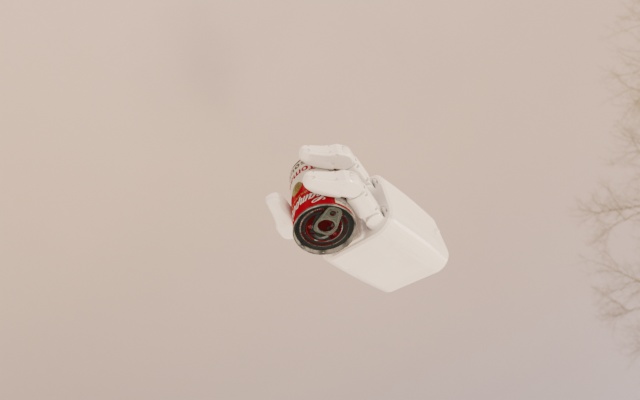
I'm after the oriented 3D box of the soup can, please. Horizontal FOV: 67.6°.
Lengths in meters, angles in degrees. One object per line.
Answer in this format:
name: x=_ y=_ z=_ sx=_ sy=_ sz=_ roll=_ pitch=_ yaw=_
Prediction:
soup can: x=0.000 y=0.001 z=0.536 sx=0.068 sy=0.069 sz=0.102 roll=0 pitch=37 yaw=-7
